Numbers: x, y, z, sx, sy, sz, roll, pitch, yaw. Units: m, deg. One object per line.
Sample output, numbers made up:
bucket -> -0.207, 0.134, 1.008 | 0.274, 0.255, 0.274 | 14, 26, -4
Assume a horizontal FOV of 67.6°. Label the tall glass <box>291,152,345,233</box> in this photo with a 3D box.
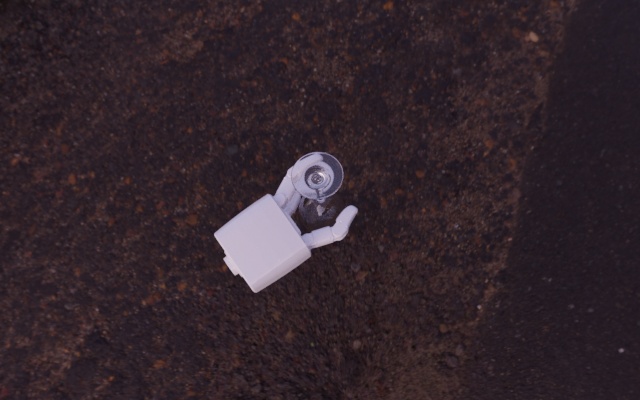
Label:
tall glass -> 0.000, 0.002, 0.765 | 0.079, 0.079, 0.201 | 0, -23, 3
